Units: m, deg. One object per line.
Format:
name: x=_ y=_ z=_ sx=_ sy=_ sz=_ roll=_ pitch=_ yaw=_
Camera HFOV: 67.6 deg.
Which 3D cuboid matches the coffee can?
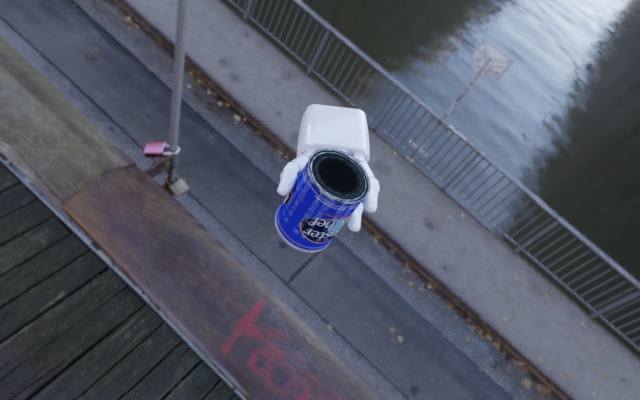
coffee can: x=0.000 y=0.003 z=0.744 sx=0.103 sy=0.102 sz=0.140 roll=0 pitch=-35 yaw=-29
